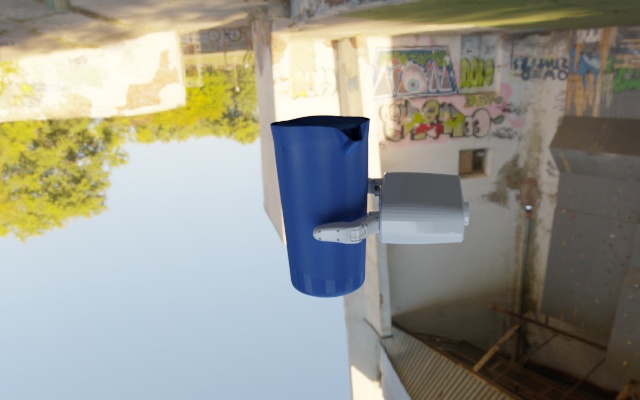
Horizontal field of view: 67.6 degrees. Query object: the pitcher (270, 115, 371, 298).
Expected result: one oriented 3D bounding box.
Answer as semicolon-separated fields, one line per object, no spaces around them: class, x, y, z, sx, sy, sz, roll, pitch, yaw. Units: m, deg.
pitcher;0.000;0.002;0.670;0.145;0.243;0.149;1;15;12
